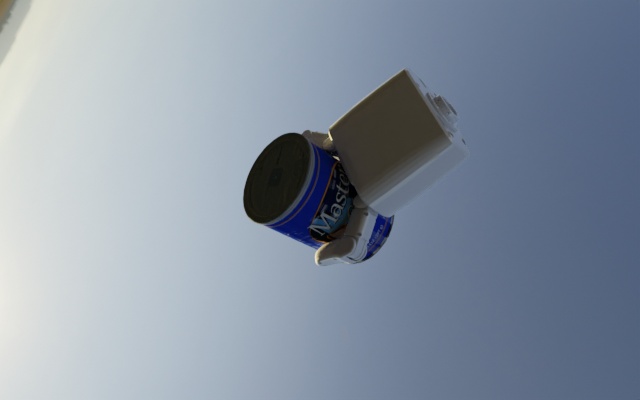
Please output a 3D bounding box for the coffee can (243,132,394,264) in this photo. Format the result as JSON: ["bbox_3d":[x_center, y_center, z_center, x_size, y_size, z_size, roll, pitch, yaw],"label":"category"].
[{"bbox_3d":[0.000,0.002,0.534,0.103,0.102,0.140,0,-22,47],"label":"coffee can"}]
